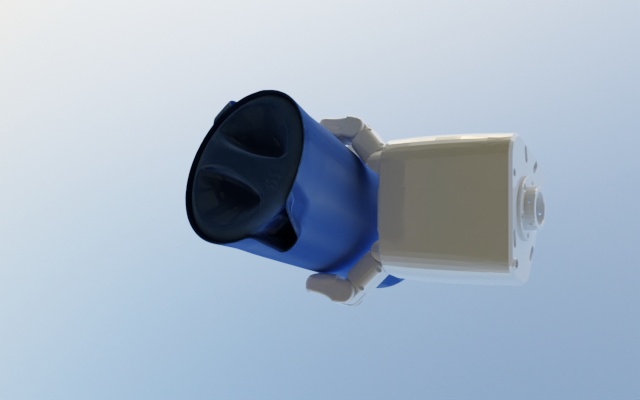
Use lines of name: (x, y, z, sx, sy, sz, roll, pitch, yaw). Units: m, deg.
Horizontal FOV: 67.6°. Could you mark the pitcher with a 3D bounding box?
pitcher: (0.000, 0.002, 0.468, 0.145, 0.149, 0.243, -1, -20, 39)
